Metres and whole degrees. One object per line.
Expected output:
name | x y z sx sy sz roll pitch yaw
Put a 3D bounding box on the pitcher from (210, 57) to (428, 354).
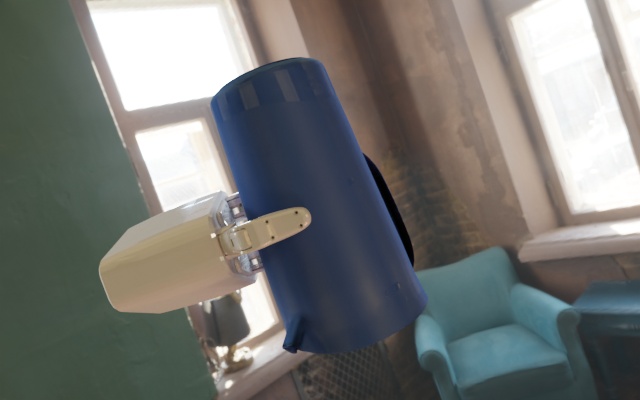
pitcher | 0.000 0.002 0.438 0.145 0.243 0.149 -21 3 2
